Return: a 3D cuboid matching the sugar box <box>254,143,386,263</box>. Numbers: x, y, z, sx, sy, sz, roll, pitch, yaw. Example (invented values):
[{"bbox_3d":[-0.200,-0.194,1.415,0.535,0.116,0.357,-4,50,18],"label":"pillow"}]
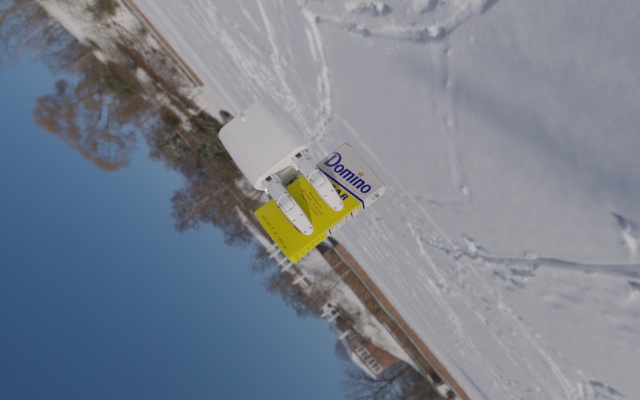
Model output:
[{"bbox_3d":[0.000,0.002,0.707,0.176,0.093,0.048,-39,-18,-2],"label":"sugar box"}]
